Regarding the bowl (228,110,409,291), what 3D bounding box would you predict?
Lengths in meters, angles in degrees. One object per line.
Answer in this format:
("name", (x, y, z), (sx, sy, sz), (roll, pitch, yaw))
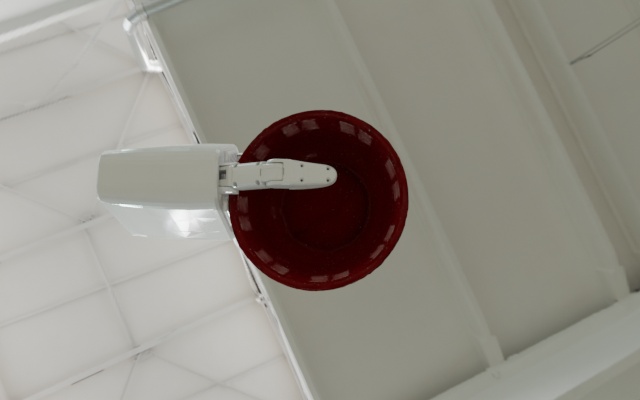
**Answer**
("bowl", (0.001, 0.002, 0.444), (0.162, 0.162, 0.055), (0, -9, 10))
